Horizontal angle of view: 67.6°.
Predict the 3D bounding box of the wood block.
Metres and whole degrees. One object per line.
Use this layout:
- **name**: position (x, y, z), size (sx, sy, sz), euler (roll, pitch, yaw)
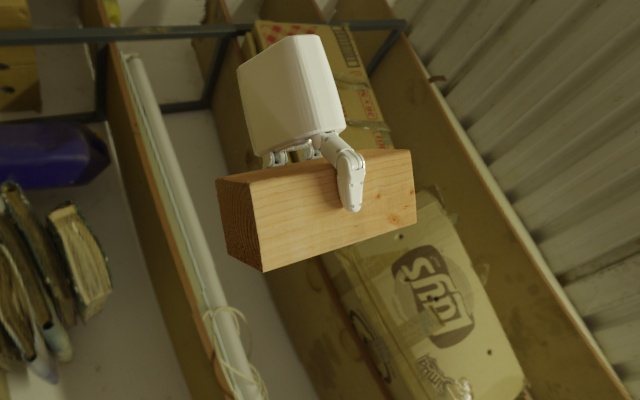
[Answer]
- **wood block**: position (0.000, 0.001, 0.538), size (0.206, 0.090, 0.091), euler (-14, 13, -31)
